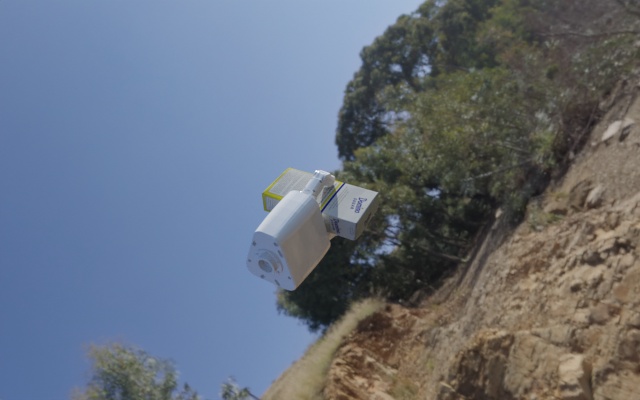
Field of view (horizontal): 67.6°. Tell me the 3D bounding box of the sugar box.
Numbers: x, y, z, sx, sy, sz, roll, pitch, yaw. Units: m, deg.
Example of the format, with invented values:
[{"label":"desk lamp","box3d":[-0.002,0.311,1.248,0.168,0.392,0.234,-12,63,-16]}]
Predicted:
[{"label":"sugar box","box3d":[0.000,0.003,0.811,0.176,0.048,0.093,20,43,21]}]
